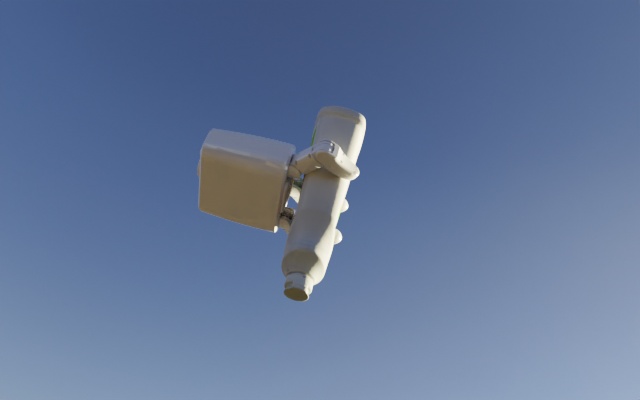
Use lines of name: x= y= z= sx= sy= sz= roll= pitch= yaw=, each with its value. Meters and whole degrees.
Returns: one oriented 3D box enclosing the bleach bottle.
bleach bottle: x=0.000 y=0.002 z=0.585 sx=0.068 sy=0.250 sz=0.103 roll=14 pitch=-39 yaw=2
